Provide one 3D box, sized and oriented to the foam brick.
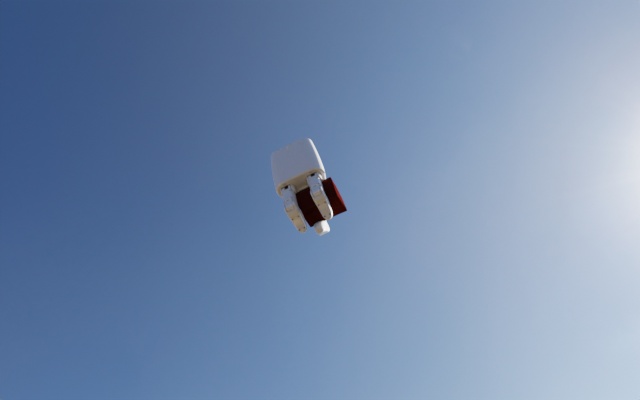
[{"bbox_3d":[0.000,0.003,0.890,0.078,0.051,0.053,-24,-44,7],"label":"foam brick"}]
